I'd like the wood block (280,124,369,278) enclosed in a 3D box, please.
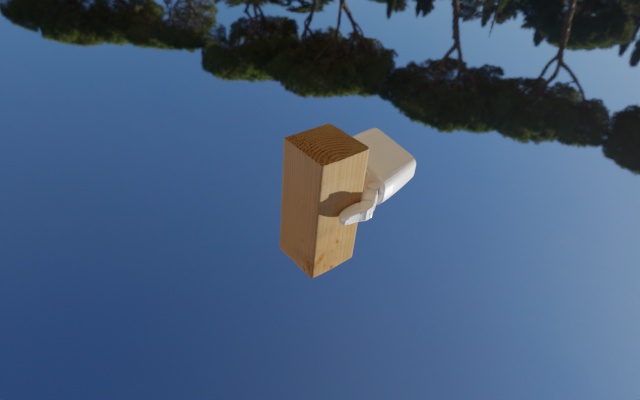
[{"bbox_3d":[0.001,0.003,0.725,0.090,0.206,0.090,-23,44,-33],"label":"wood block"}]
